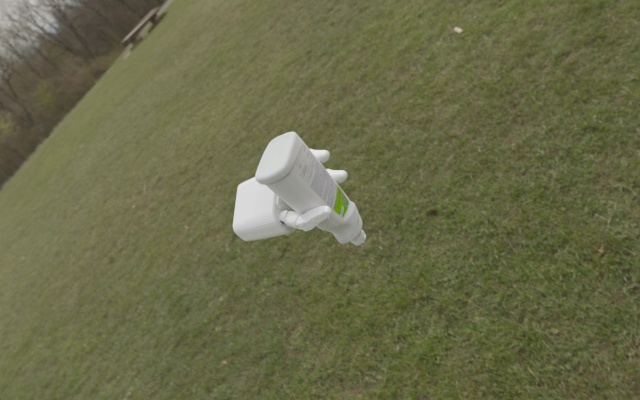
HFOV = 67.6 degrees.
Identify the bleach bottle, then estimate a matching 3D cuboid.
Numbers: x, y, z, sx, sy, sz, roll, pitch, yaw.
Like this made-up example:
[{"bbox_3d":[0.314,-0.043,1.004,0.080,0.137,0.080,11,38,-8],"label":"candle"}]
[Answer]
[{"bbox_3d":[0.000,0.003,0.814,0.068,0.102,0.251,-16,-48,34],"label":"bleach bottle"}]
